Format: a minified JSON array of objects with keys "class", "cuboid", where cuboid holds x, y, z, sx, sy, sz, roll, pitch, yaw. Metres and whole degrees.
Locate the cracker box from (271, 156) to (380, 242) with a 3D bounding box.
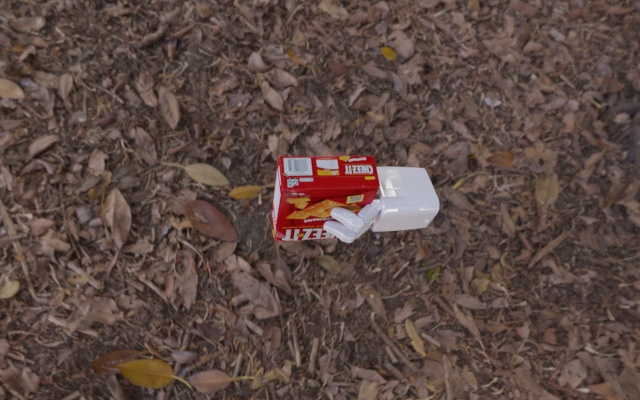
[{"class":"cracker box","cuboid":[0.000,0.003,0.863,0.164,0.072,0.214,-2,-28,-10]}]
